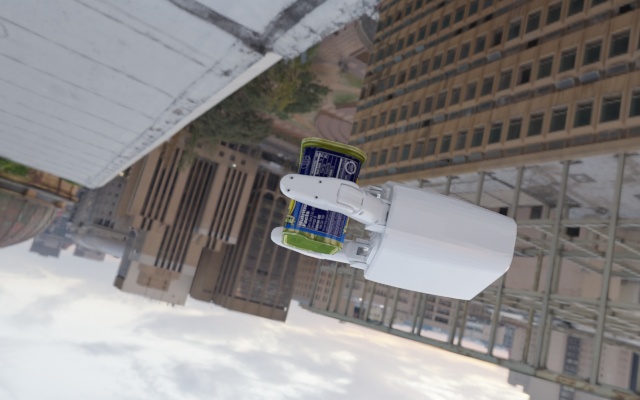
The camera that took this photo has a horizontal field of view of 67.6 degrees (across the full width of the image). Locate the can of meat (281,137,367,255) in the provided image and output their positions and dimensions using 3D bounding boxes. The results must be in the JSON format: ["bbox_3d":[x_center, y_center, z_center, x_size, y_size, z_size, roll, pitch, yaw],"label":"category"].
[{"bbox_3d":[0.000,0.002,0.431,0.057,0.084,0.102,14,-12,-2],"label":"can of meat"}]
